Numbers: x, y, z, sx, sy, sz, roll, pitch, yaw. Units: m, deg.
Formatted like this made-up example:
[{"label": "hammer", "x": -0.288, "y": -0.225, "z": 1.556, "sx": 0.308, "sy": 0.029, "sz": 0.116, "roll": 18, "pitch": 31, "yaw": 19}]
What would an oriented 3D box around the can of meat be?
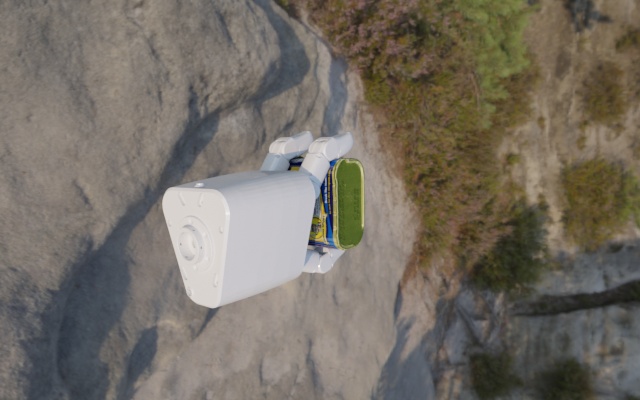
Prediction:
[{"label": "can of meat", "x": 0.000, "y": 0.002, "z": 0.524, "sx": 0.084, "sy": 0.102, "sz": 0.057, "roll": 4, "pitch": 8, "yaw": 39}]
